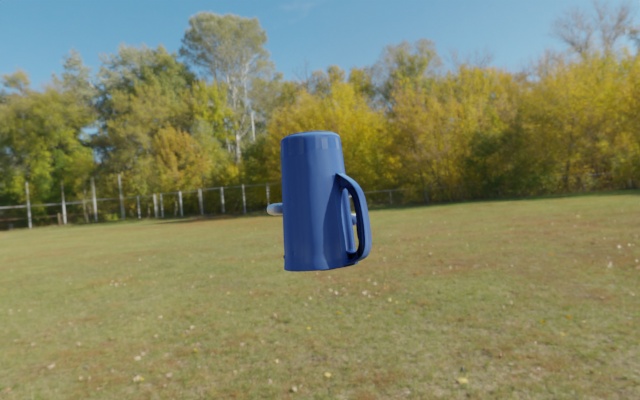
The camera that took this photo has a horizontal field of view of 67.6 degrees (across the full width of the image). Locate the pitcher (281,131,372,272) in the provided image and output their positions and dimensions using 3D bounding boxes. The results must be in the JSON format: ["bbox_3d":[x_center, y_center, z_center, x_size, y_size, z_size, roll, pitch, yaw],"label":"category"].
[{"bbox_3d":[0.000,0.003,0.850,0.149,0.243,0.145,-5,-1,-6],"label":"pitcher"}]
